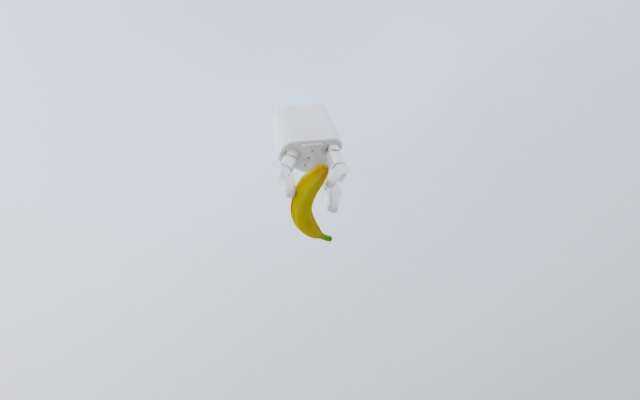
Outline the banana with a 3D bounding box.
[{"bbox_3d":[-0.018,0.008,0.823,0.069,0.037,0.198,-8,-39,-3],"label":"banana"}]
